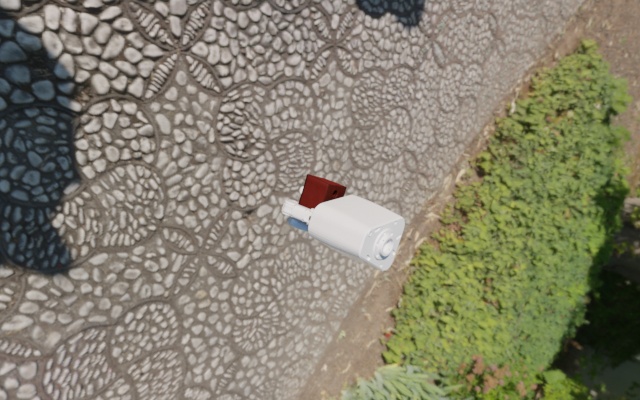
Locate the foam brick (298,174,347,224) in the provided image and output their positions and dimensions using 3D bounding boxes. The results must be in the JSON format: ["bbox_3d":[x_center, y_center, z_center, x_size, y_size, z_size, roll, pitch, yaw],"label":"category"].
[{"bbox_3d":[0.000,0.002,0.798,0.051,0.078,0.053,23,10,37],"label":"foam brick"}]
